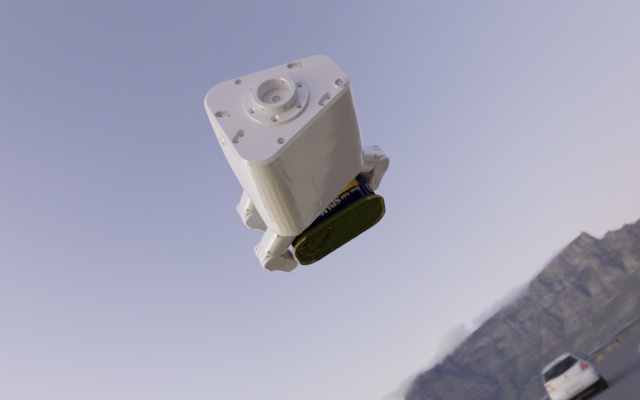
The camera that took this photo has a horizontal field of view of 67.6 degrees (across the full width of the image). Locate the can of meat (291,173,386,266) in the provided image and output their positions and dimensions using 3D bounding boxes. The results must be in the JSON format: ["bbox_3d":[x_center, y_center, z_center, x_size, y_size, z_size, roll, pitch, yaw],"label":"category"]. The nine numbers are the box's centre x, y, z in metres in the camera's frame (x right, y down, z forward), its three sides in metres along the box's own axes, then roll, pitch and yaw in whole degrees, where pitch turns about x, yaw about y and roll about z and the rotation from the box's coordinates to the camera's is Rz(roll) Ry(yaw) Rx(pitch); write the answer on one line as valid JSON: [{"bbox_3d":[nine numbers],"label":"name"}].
[{"bbox_3d":[0.000,0.001,0.485,0.102,0.084,0.057,-32,-30,-6],"label":"can of meat"}]
